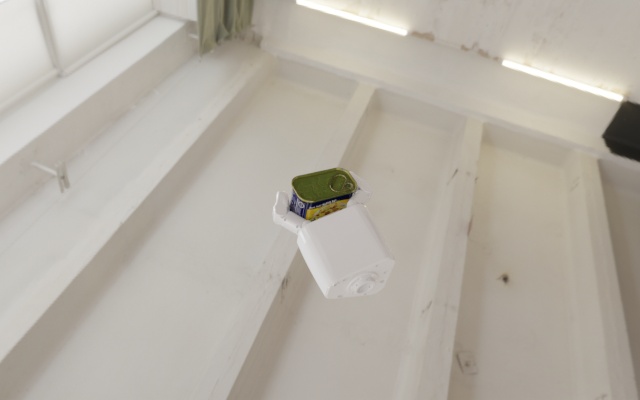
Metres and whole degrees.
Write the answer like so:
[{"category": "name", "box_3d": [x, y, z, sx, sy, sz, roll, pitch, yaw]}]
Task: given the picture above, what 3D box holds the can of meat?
[{"category": "can of meat", "box_3d": [0.000, 0.003, 0.764, 0.102, 0.084, 0.057, -14, 51, -24]}]
